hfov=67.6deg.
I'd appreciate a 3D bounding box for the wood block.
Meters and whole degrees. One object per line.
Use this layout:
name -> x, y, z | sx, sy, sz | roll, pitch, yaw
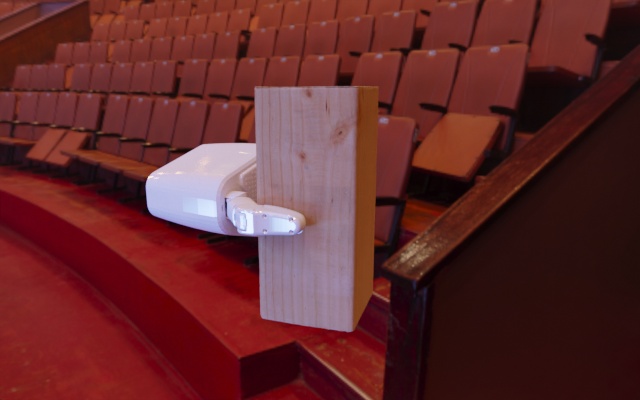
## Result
wood block -> 0.000, 0.001, 0.438 | 0.090, 0.206, 0.091 | 4, 14, 18
